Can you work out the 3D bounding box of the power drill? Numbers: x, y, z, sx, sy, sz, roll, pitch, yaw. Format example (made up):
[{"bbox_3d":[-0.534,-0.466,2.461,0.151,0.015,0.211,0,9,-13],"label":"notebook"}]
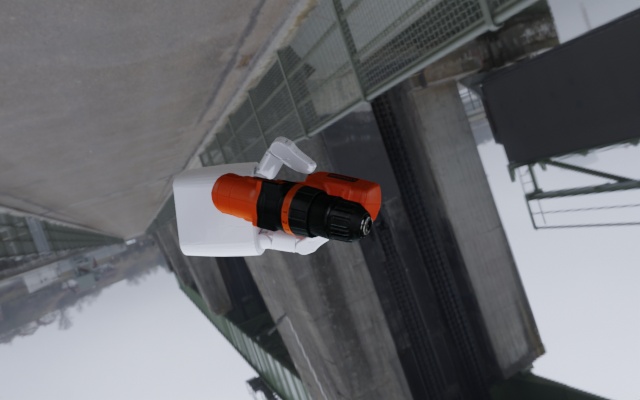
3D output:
[{"bbox_3d":[0.000,0.002,0.545,0.184,0.057,0.187,14,9,28],"label":"power drill"}]
